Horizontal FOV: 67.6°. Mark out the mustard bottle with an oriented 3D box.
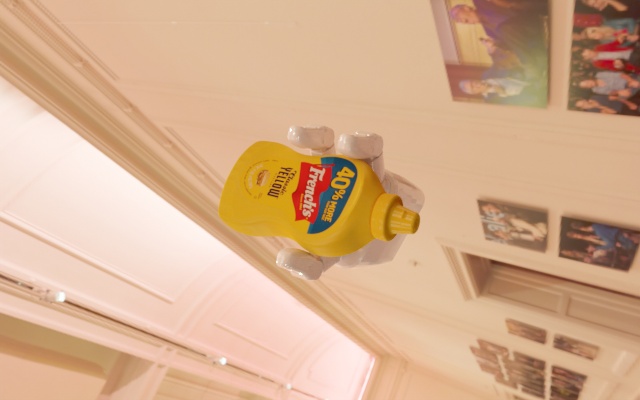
[{"bbox_3d":[0.000,0.001,0.446,0.191,0.096,0.058,13,-24,30],"label":"mustard bottle"}]
